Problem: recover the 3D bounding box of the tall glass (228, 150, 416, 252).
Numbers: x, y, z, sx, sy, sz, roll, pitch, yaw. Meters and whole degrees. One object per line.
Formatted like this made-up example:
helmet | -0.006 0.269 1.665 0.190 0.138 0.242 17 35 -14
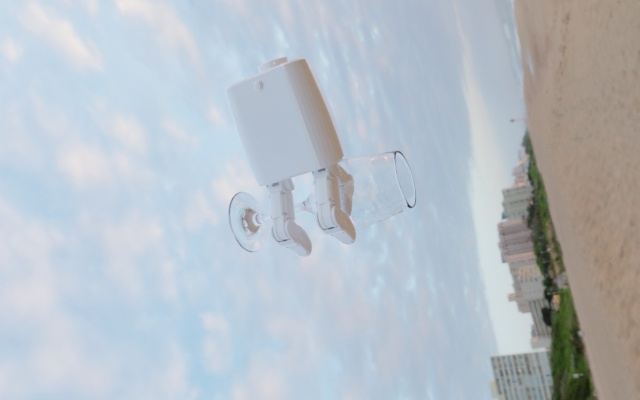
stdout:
tall glass | 0.000 0.002 0.530 0.201 0.079 0.079 -15 -6 24
